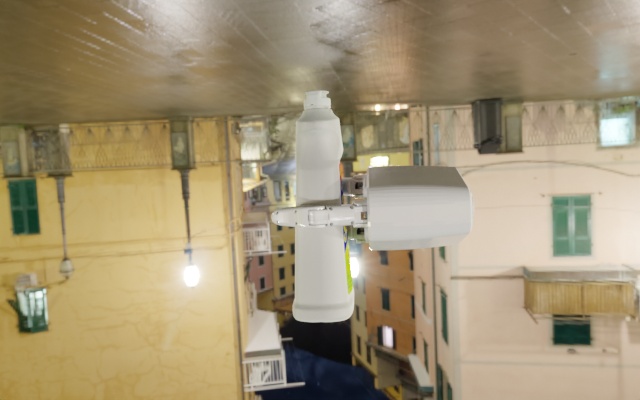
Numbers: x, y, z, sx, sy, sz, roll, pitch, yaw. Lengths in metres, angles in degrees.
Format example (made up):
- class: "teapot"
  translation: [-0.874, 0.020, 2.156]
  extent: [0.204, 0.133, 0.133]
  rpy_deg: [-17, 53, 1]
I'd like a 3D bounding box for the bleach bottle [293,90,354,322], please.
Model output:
- class: "bleach bottle"
  translation: [0.000, 0.002, 0.546]
  extent: [0.068, 0.251, 0.102]
  rpy_deg: [-2, 4, 6]
